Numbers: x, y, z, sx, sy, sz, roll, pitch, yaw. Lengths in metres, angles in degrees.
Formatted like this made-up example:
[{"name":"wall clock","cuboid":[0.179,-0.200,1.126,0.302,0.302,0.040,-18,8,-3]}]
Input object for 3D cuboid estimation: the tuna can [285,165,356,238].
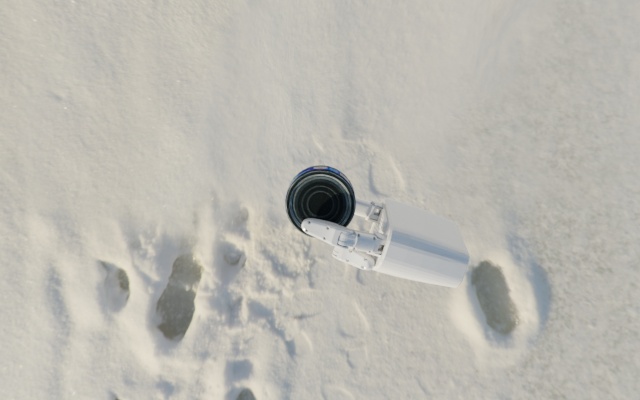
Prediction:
[{"name":"tuna can","cuboid":[0.000,0.002,0.578,0.086,0.086,0.033,0,12,1]}]
